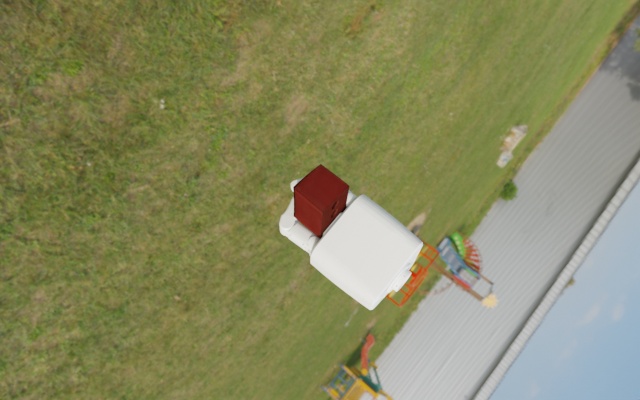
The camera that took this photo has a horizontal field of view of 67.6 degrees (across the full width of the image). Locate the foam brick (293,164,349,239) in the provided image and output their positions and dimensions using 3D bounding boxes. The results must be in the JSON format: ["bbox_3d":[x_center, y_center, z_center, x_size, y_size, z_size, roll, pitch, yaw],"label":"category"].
[{"bbox_3d":[0.000,0.002,0.624,0.051,0.053,0.078,39,-24,19],"label":"foam brick"}]
